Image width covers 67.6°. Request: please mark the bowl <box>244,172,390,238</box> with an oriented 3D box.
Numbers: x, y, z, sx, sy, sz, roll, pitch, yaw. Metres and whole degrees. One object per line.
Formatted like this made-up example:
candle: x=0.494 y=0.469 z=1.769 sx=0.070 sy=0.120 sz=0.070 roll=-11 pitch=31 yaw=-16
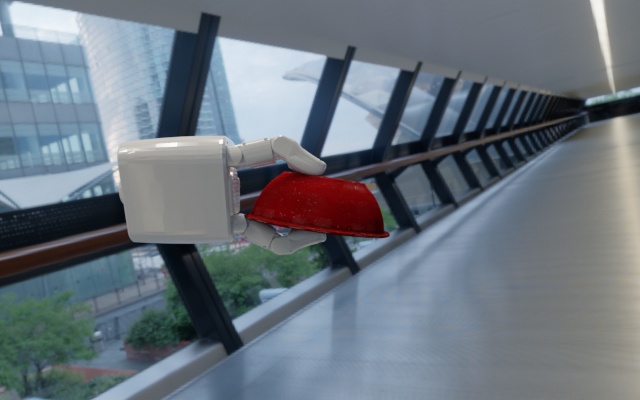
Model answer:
bowl: x=0.001 y=0.001 z=0.527 sx=0.162 sy=0.055 sz=0.162 roll=8 pitch=2 yaw=0
